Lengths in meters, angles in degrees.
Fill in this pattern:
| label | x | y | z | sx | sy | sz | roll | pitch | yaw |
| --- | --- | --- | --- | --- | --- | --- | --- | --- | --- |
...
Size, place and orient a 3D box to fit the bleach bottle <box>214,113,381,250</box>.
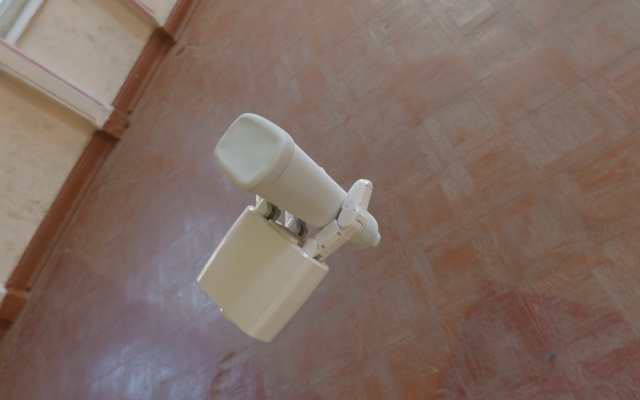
| label | x | y | z | sx | sy | sz | roll | pitch | yaw |
| --- | --- | --- | --- | --- | --- | --- | --- | --- | --- |
| bleach bottle | 0.000 | 0.002 | 0.541 | 0.251 | 0.068 | 0.102 | 37 | 1 | -44 |
